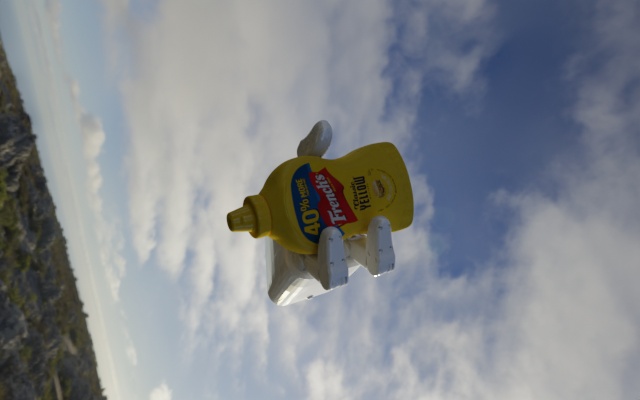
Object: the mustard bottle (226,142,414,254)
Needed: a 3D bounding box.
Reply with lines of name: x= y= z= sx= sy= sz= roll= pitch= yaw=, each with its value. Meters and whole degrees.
mustard bottle: x=0.000 y=0.001 z=0.476 sx=0.191 sy=0.096 sz=0.058 roll=-13 pitch=1 yaw=-27
